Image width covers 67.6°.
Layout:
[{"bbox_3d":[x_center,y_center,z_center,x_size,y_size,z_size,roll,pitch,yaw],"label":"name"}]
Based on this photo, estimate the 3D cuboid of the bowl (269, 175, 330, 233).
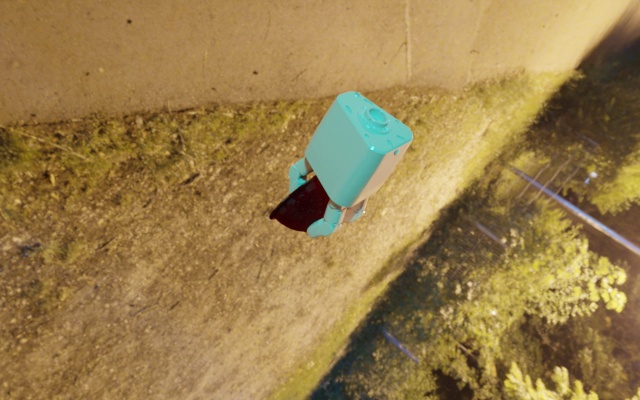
[{"bbox_3d":[0.000,0.003,0.751,0.162,0.055,0.162,-35,-7,-5],"label":"bowl"}]
